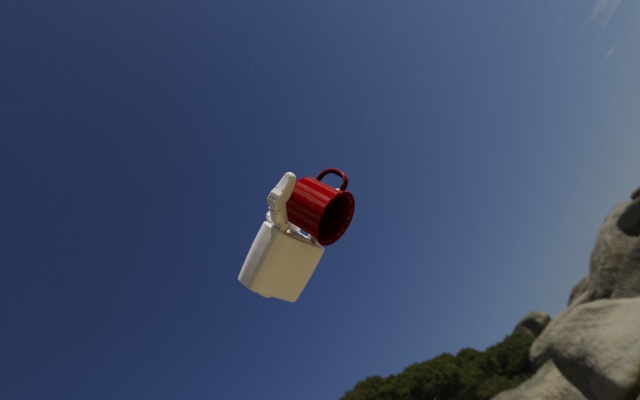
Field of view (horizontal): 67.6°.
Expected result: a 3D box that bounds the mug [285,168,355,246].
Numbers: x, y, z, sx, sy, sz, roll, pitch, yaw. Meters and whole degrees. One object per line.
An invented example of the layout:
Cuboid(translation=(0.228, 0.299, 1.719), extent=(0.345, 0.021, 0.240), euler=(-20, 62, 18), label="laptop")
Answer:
Cuboid(translation=(0.001, 0.001, 0.758), extent=(0.081, 0.117, 0.093), euler=(28, 2, 33), label="mug")
